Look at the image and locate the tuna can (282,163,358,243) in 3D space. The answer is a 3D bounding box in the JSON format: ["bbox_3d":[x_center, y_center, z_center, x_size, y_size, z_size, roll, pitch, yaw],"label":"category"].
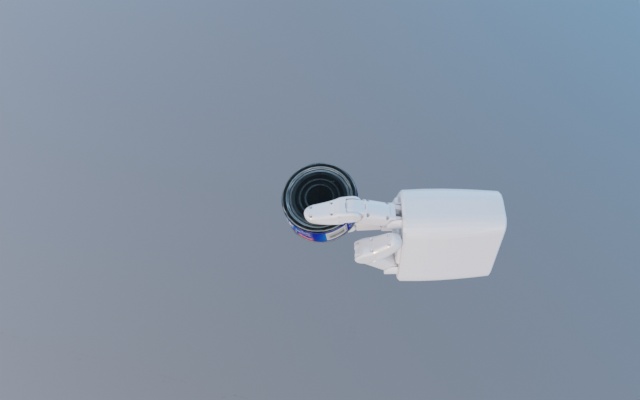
[{"bbox_3d":[0.000,0.002,0.534,0.086,0.086,0.034,0,-23,6],"label":"tuna can"}]
